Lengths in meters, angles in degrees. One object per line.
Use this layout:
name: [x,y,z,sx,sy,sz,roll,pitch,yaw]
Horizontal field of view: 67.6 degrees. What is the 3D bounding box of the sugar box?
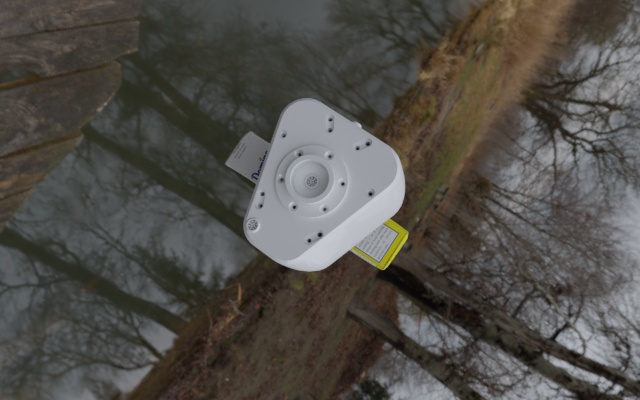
sugar box: [0.000,0.001,0.465,0.176,0.048,0.093,35,-1,12]
